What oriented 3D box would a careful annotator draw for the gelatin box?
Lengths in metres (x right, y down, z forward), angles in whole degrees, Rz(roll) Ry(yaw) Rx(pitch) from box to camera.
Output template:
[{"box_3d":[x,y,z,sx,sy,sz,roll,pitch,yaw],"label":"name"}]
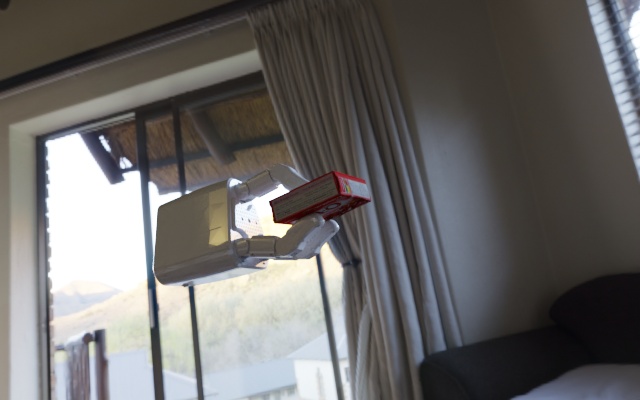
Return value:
[{"box_3d":[0.000,0.001,0.524,0.089,0.030,0.073,-25,-18,27],"label":"gelatin box"}]
